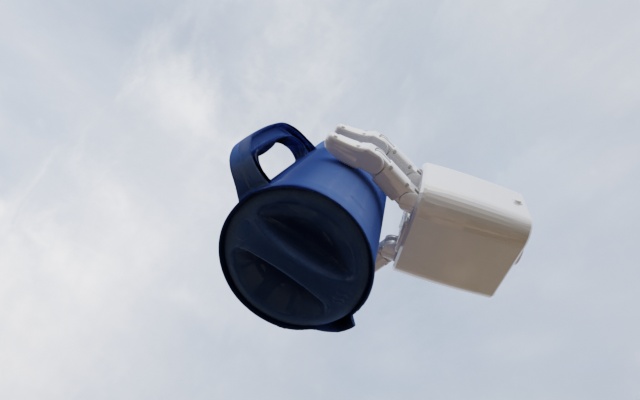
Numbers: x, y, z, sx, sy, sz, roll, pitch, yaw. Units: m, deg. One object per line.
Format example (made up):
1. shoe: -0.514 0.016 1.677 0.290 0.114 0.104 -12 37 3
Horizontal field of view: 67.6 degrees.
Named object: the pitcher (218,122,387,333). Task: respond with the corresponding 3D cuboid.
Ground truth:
1. pitcher: 0.000 0.002 0.488 0.145 0.149 0.242 17 24 8
